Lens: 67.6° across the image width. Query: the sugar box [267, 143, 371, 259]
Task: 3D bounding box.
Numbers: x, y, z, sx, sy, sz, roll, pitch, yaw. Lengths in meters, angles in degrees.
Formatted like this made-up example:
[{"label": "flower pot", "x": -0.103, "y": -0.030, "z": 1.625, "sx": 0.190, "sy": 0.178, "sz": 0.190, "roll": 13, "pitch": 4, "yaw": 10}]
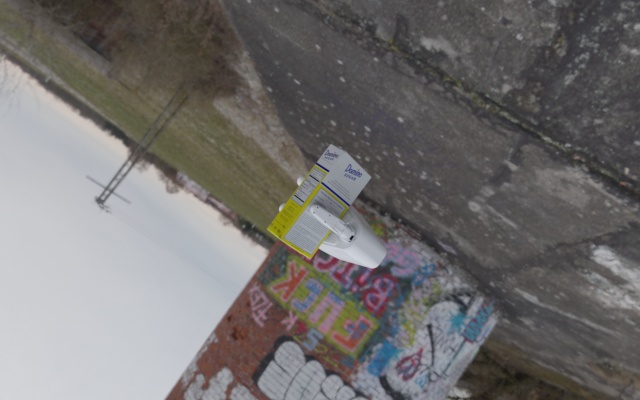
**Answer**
[{"label": "sugar box", "x": 0.000, "y": 0.003, "z": 0.793, "sx": 0.048, "sy": 0.176, "sz": 0.093, "roll": 32, "pitch": -5, "yaw": 43}]
